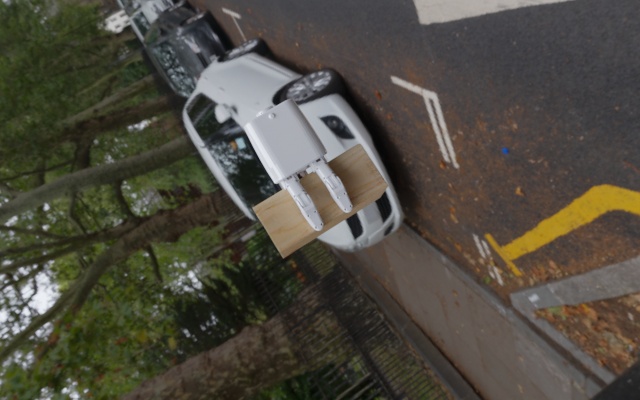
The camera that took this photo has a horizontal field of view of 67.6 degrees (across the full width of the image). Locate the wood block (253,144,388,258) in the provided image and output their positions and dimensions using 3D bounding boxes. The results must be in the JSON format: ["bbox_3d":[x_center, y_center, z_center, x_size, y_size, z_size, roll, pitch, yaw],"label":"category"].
[{"bbox_3d":[0.000,0.002,0.809,0.206,0.090,0.091,-32,-8,-7],"label":"wood block"}]
